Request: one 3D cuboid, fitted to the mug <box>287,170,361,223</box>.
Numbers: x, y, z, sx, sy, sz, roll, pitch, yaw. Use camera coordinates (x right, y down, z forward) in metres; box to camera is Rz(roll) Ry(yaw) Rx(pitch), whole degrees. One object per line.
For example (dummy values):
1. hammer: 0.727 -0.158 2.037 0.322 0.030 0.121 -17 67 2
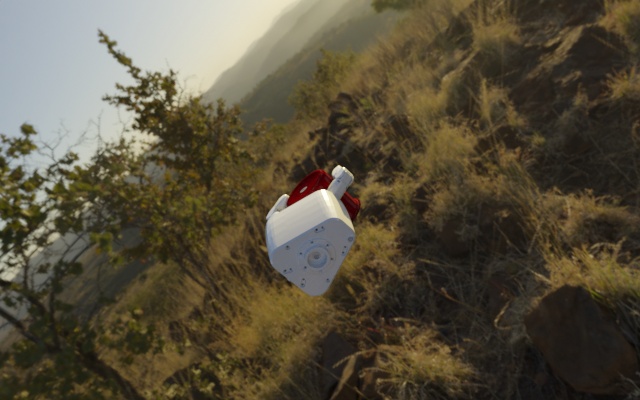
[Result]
1. mug: 0.000 0.002 0.760 0.081 0.093 0.117 43 7 -19
